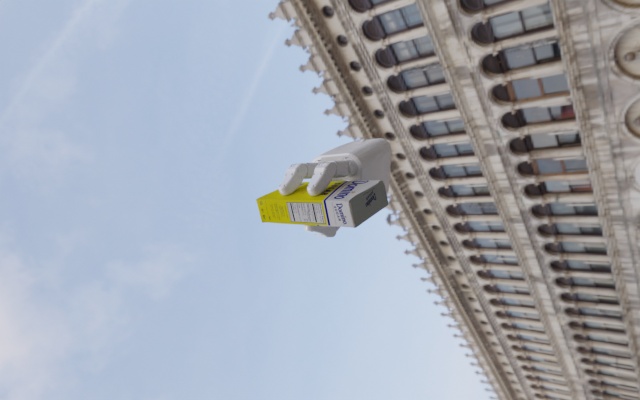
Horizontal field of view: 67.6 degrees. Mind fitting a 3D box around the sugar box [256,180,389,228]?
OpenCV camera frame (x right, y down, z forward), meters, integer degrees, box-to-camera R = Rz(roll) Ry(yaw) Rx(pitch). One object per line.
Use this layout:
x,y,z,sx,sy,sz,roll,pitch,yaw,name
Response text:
0.000,0.002,0.702,0.176,0.048,0.093,-3,18,39,sugar box
